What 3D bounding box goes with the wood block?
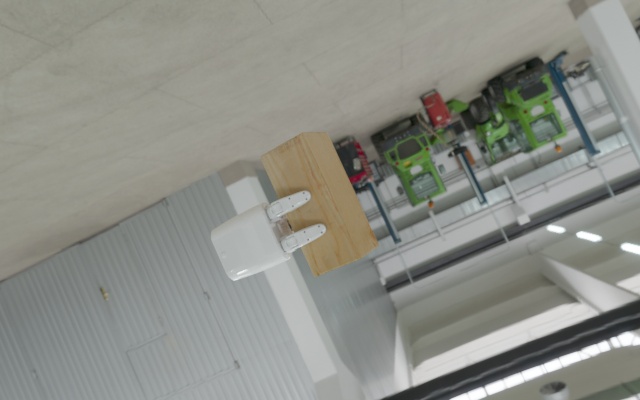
[{"bbox_3d":[0.000,0.003,0.761,0.090,0.206,0.091,-26,-3,25],"label":"wood block"}]
